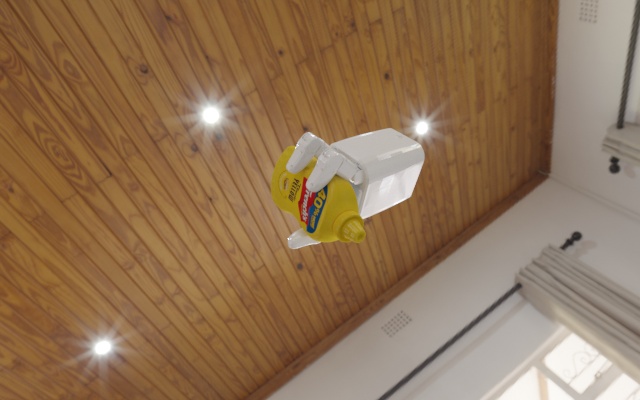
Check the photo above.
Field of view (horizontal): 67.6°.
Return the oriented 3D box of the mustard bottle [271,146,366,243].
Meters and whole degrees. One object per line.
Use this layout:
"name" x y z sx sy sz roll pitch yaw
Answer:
"mustard bottle" 0.000 0.002 0.657 0.058 0.096 0.191 4 24 -38
